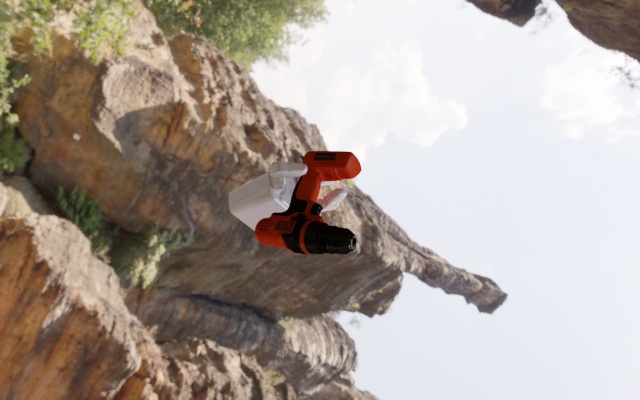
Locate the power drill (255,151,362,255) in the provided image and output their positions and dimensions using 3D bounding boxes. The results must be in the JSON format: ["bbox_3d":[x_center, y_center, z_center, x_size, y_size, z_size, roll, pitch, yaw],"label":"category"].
[{"bbox_3d":[0.000,0.002,0.780,0.184,0.187,0.057,5,-37,33],"label":"power drill"}]
